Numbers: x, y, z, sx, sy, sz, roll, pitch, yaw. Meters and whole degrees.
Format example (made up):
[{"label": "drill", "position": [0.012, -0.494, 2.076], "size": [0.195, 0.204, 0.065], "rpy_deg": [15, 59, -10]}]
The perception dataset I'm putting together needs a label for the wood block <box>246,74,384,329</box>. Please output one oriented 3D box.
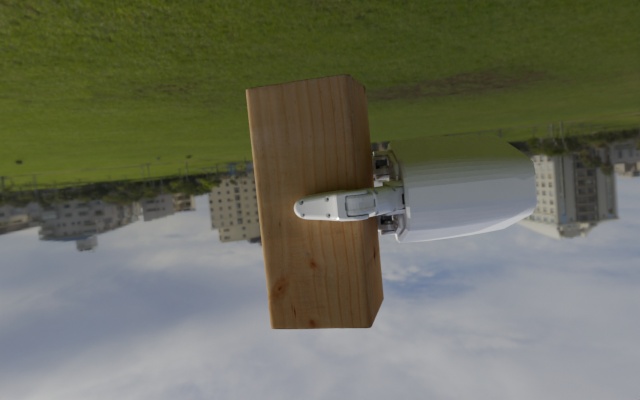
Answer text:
[{"label": "wood block", "position": [0.000, 0.002, 0.433], "size": [0.090, 0.206, 0.091], "rpy_deg": [-4, 4, 15]}]
